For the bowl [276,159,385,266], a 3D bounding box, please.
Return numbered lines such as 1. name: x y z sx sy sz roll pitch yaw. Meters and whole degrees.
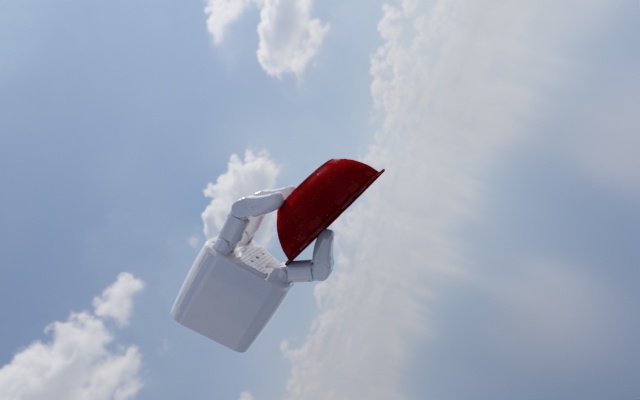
1. bowl: 0.001 0.001 0.562 0.162 0.055 0.162 -43 -4 -3
